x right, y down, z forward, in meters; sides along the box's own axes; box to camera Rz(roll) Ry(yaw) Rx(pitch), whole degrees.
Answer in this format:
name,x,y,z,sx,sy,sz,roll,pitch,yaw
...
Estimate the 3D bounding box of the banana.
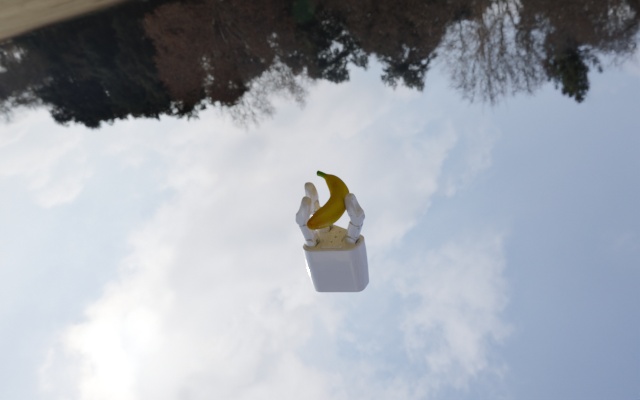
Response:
name,x,y,z,sx,sy,sz,roll,pitch,yaw
banana,0.019,0.001,0.875,0.069,0.037,0.197,0,29,5
